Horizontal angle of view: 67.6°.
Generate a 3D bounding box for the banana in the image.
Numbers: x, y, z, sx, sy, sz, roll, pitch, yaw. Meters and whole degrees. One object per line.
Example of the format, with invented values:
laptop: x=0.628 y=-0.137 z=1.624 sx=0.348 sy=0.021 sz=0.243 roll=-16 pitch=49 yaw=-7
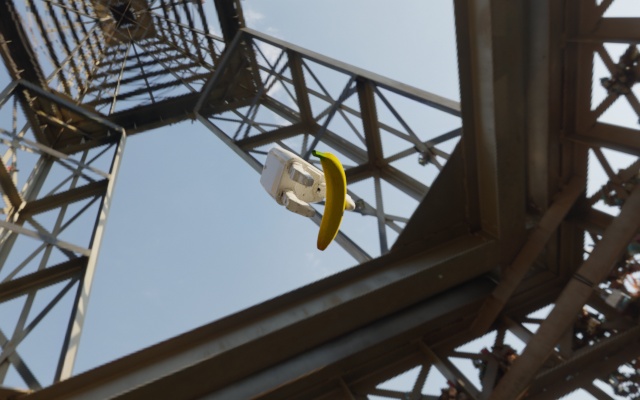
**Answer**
banana: x=0.016 y=-0.005 z=0.853 sx=0.069 sy=0.198 sz=0.037 roll=-17 pitch=28 yaw=-26
